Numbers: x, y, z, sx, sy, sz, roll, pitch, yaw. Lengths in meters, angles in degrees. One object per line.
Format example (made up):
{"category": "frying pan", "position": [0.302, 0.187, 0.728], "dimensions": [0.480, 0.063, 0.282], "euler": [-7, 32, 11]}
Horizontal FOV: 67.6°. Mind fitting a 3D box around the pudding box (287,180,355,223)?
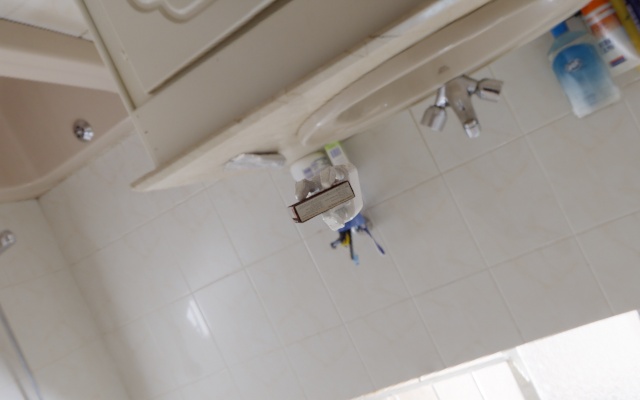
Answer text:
{"category": "pudding box", "position": [0.000, 0.003, 0.879], "dimensions": [0.113, 0.039, 0.090], "euler": [-28, 2, -10]}
